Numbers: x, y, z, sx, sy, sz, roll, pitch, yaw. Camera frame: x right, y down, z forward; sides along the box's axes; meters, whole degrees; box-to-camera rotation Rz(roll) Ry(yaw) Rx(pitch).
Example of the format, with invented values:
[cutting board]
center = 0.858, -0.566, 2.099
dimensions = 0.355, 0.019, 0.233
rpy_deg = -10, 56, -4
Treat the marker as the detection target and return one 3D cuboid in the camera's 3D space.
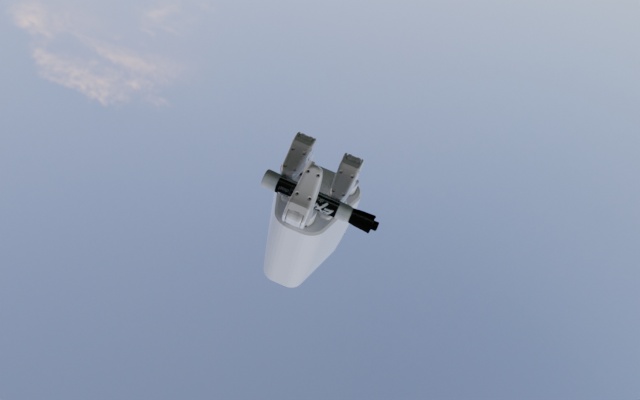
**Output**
[marker]
center = 0.000, 0.001, 0.467
dimensions = 0.121, 0.020, 0.020
rpy_deg = 24, 2, 4
